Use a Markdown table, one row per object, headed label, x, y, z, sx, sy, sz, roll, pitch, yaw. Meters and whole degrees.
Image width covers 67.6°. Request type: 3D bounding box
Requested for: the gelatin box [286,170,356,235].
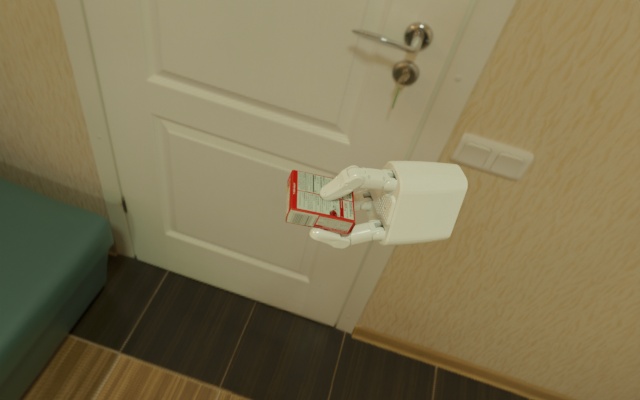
| label | x | y | z | sx | sy | sz | roll | pitch | yaw |
| --- | --- | --- | --- | --- | --- | --- | --- | --- | --- |
| gelatin box | 0.000 | 0.002 | 0.628 | 0.089 | 0.073 | 0.030 | 12 | -45 | -14 |
